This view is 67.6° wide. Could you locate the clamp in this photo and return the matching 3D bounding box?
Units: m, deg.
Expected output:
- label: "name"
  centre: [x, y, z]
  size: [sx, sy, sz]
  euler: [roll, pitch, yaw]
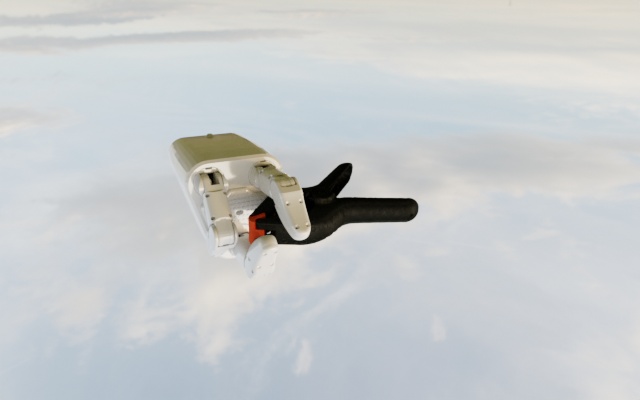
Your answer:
- label: "clamp"
  centre: [0.000, 0.002, 0.490]
  size: [0.171, 0.039, 0.120]
  euler: [-10, 26, -25]
